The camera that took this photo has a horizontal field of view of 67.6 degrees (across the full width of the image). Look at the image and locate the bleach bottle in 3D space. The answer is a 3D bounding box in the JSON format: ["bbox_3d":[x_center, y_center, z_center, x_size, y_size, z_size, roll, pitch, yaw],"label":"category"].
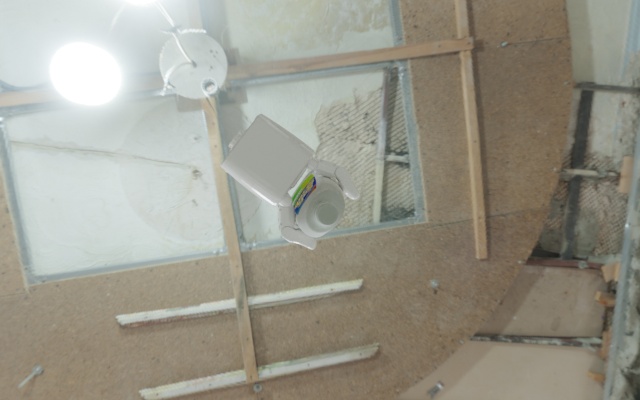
[{"bbox_3d":[0.000,0.003,0.759,0.068,0.102,0.251,37,-1,-8],"label":"bleach bottle"}]
